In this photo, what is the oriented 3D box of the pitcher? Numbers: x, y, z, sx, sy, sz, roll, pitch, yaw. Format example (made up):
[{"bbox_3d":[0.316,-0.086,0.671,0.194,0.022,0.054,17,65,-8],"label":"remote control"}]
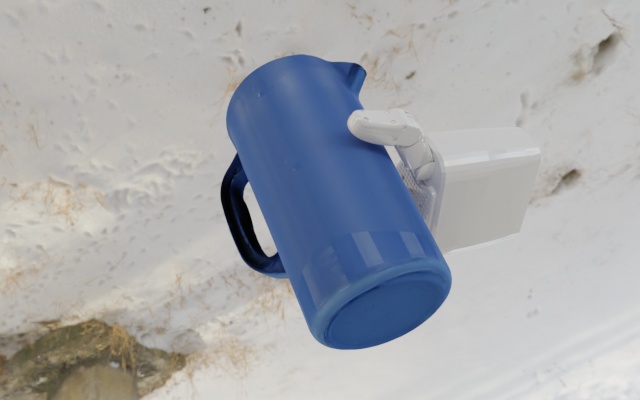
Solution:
[{"bbox_3d":[0.000,0.001,0.410,0.145,0.242,0.149,-8,-42,-18],"label":"pitcher"}]
